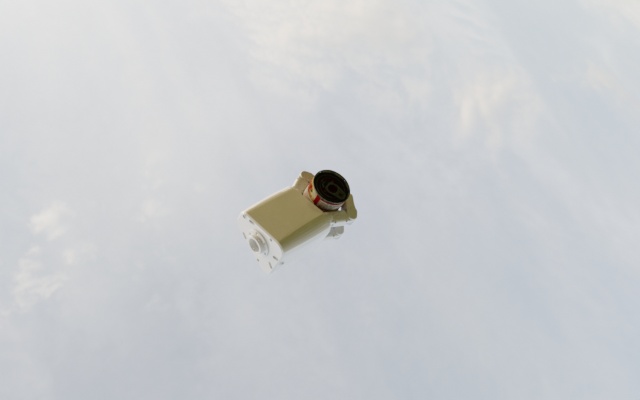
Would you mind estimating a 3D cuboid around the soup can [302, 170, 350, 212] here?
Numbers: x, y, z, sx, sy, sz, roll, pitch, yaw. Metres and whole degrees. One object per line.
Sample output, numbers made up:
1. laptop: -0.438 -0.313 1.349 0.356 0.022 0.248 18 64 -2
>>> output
1. soup can: 0.000 0.003 0.835 0.068 0.068 0.102 0 -32 -26
